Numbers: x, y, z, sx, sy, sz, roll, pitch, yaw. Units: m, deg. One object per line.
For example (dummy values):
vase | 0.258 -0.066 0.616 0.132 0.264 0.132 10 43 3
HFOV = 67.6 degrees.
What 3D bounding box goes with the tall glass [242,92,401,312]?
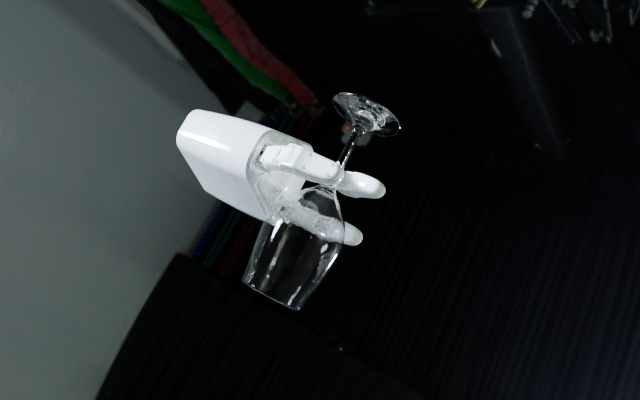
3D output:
tall glass | 0.000 0.001 0.455 0.079 0.201 0.079 26 -11 6
